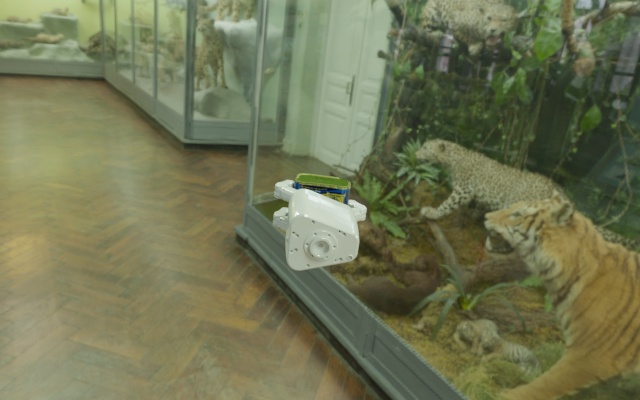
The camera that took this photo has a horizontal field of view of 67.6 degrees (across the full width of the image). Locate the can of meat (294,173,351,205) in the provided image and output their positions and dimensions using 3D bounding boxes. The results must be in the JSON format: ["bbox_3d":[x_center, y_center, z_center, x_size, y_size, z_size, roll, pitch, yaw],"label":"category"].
[{"bbox_3d":[0.000,0.002,0.838,0.102,0.084,0.057,7,20,-1],"label":"can of meat"}]
